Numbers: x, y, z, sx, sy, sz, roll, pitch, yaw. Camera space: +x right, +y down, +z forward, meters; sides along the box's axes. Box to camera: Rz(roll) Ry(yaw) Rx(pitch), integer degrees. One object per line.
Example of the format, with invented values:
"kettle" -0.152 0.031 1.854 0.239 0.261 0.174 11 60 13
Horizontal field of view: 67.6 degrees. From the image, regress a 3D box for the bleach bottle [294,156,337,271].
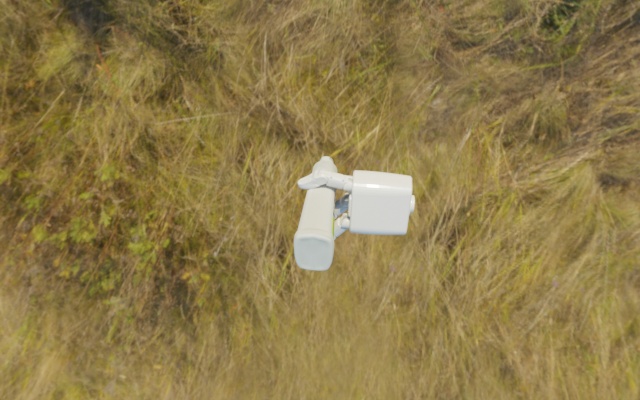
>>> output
"bleach bottle" 0.000 0.003 0.890 0.068 0.250 0.103 5 -44 3
